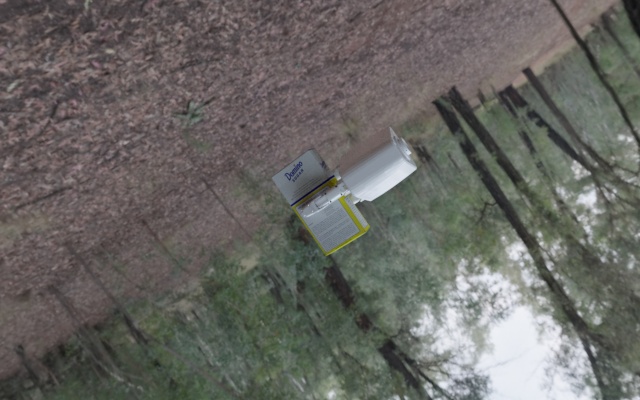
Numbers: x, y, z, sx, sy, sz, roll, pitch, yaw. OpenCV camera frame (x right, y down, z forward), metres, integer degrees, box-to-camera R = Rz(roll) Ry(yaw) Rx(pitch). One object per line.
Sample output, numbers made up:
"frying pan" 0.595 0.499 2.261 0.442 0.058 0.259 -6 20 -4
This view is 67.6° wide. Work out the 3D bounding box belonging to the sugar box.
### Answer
"sugar box" 0.000 0.003 0.860 0.093 0.176 0.048 -34 -1 21
